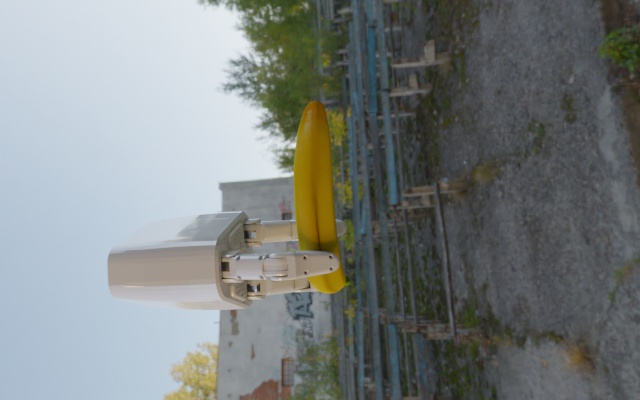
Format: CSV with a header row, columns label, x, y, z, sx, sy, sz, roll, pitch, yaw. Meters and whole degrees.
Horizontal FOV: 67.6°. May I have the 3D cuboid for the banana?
label,x,y,z,sx,sy,sz,roll,pitch,yaw
banana,-0.002,0.012,0.440,0.037,0.198,0.069,-3,23,9
